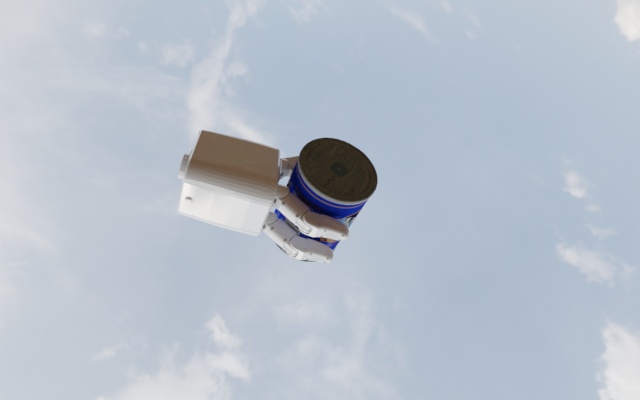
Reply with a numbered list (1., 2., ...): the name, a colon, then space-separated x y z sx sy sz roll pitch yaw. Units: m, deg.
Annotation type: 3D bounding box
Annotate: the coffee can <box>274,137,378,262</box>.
1. coffee can: 0.000 0.002 0.630 0.103 0.102 0.140 0 -37 -24
